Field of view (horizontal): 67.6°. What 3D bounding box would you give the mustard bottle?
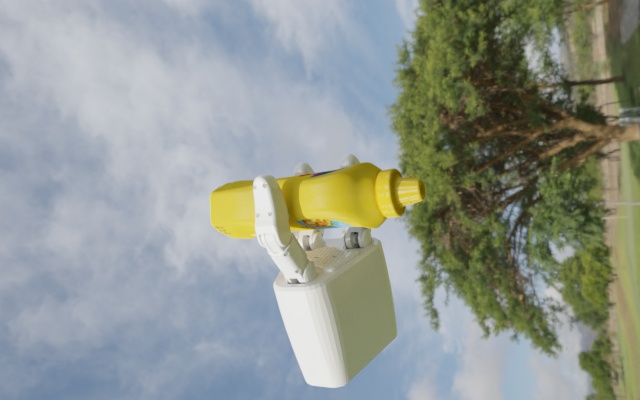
[{"bbox_3d":[0.000,0.001,0.435,0.191,0.058,0.096,-6,-7,29],"label":"mustard bottle"}]
